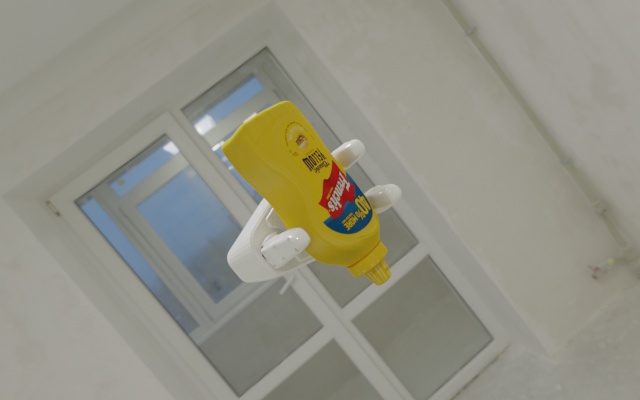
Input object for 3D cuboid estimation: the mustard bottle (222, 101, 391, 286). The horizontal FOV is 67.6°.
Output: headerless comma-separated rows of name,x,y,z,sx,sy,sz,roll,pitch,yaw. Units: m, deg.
mustard bottle,0.000,0.001,0.445,0.058,0.191,0.096,-36,5,35
